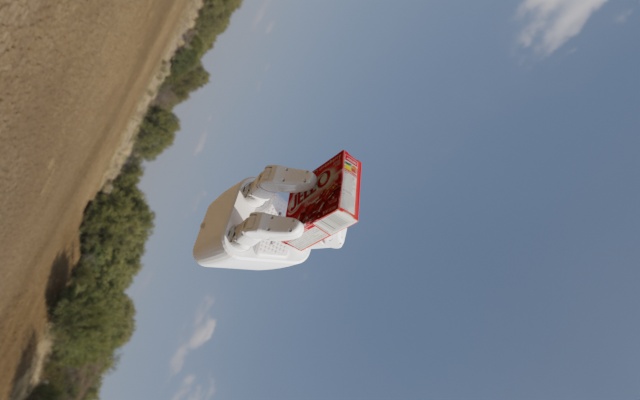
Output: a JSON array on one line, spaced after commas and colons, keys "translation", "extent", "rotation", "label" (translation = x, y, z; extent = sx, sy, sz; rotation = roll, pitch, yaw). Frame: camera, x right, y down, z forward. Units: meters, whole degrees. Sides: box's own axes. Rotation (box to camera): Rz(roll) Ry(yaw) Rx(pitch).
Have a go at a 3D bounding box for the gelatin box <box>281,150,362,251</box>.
[{"translation": [0.001, 0.002, 0.481], "extent": [0.030, 0.073, 0.089], "rotation": [31, -42, -29], "label": "gelatin box"}]
